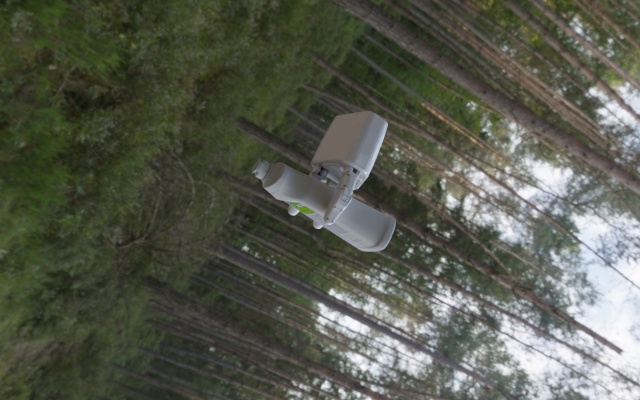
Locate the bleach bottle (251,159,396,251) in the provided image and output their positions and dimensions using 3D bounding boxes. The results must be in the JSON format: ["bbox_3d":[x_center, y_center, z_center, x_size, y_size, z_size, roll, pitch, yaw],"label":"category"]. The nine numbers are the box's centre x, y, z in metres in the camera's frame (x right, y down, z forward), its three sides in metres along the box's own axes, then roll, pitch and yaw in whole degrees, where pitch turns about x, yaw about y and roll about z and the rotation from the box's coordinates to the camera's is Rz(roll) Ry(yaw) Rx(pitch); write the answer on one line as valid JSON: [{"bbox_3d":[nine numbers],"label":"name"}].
[{"bbox_3d":[0.000,0.003,0.812,0.251,0.068,0.102,31,-19,-19],"label":"bleach bottle"}]
